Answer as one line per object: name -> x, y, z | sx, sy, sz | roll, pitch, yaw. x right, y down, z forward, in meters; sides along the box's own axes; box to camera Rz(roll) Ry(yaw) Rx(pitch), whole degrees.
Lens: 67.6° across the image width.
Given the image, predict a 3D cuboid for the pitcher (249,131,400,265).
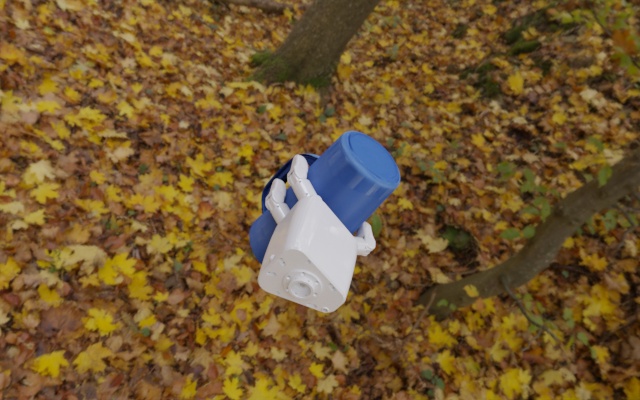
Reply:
pitcher -> 0.000, 0.003, 0.735 | 0.149, 0.243, 0.145 | 36, 34, -12
